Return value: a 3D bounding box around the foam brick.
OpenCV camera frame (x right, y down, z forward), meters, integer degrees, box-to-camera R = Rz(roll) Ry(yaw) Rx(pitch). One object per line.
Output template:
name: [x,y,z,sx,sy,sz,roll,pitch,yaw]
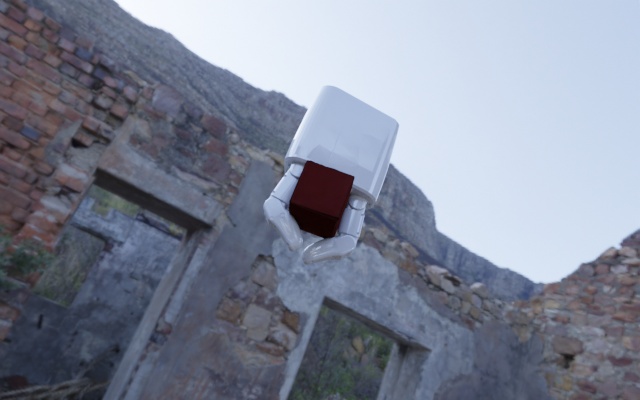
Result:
foam brick: [0.000,0.002,0.502,0.053,0.051,0.078,21,-20,4]
